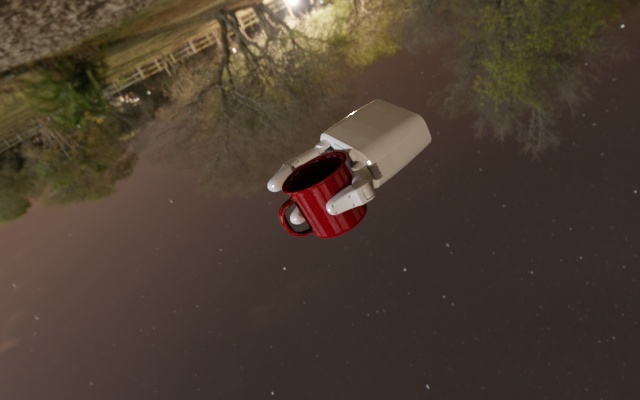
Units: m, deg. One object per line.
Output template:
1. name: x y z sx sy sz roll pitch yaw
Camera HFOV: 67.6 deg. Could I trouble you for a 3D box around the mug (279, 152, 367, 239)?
1. mug: -0.001 0.003 0.620 0.117 0.081 0.093 -37 24 -16
